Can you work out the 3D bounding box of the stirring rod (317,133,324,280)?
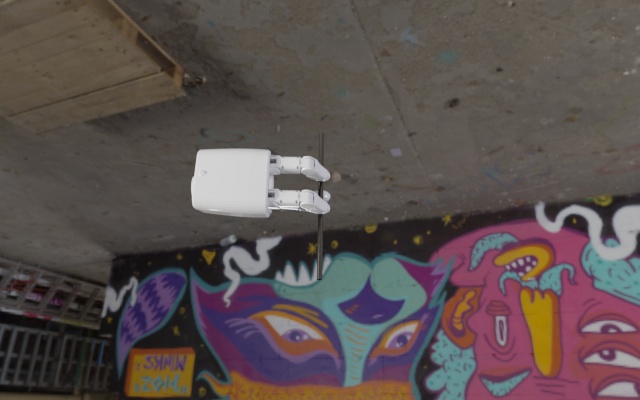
[{"bbox_3d":[0.000,0.002,0.730,0.011,0.239,0.011,1,-23,0],"label":"stirring rod"}]
